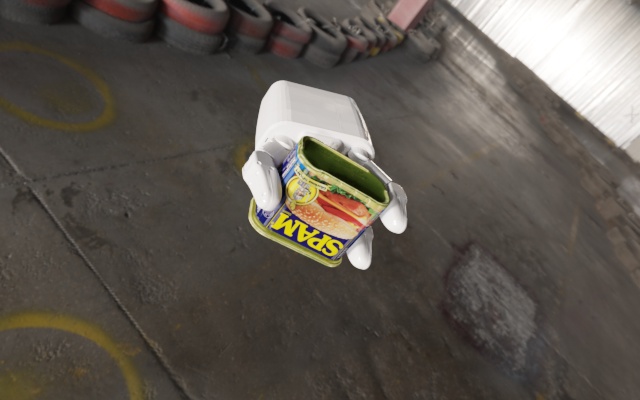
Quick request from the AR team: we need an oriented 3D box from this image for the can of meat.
[{"bbox_3d":[0.000,0.001,0.436,0.102,0.084,0.057,28,30,-20],"label":"can of meat"}]
